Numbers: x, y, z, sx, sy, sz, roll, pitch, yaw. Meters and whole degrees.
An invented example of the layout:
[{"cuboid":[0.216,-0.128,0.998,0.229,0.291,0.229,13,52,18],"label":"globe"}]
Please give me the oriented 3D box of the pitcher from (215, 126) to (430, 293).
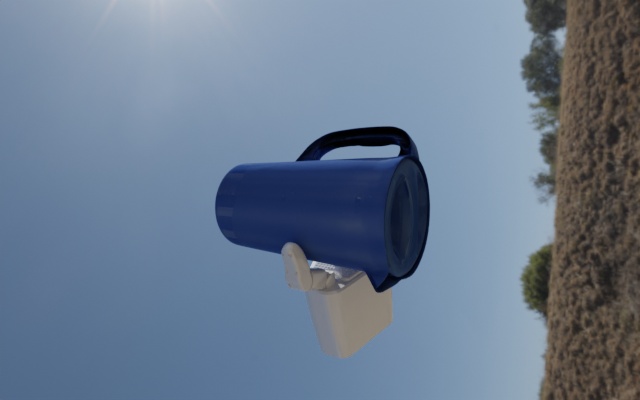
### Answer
[{"cuboid":[0.000,0.002,0.568,0.243,0.145,0.149,4,28,31],"label":"pitcher"}]
